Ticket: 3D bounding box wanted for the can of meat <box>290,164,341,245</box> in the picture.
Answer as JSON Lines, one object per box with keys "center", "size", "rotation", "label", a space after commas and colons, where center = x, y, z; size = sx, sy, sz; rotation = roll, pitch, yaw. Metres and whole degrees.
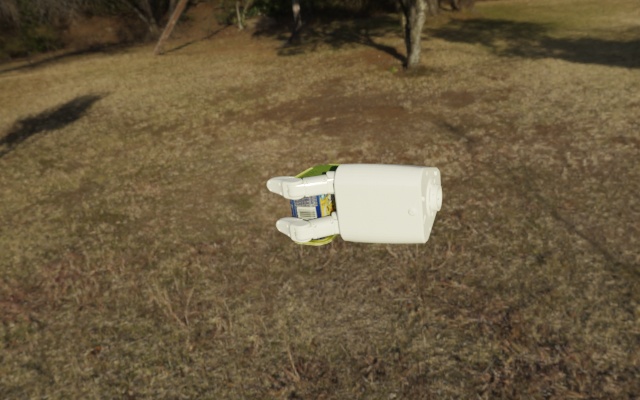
{"center": [0.000, 0.002, 0.656], "size": [0.057, 0.084, 0.102], "rotation": [3, 22, 28], "label": "can of meat"}
